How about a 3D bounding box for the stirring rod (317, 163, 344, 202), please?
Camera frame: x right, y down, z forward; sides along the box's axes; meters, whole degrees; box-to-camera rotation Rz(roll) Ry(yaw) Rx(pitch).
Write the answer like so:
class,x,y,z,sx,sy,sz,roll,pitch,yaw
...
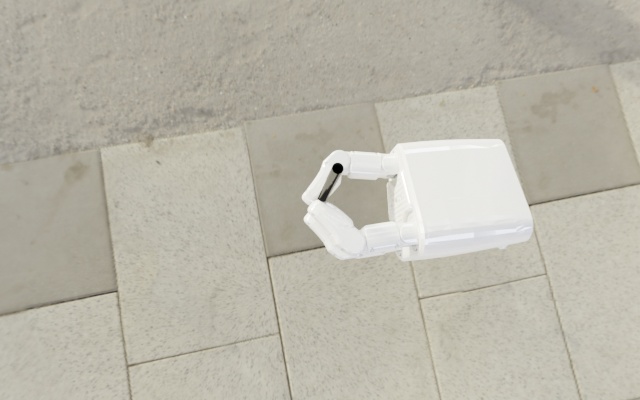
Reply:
class,x,y,z,sx,sy,sz,roll,pitch,yaw
stirring rod,0.000,0.001,0.436,0.011,0.011,0.239,0,-11,-6
